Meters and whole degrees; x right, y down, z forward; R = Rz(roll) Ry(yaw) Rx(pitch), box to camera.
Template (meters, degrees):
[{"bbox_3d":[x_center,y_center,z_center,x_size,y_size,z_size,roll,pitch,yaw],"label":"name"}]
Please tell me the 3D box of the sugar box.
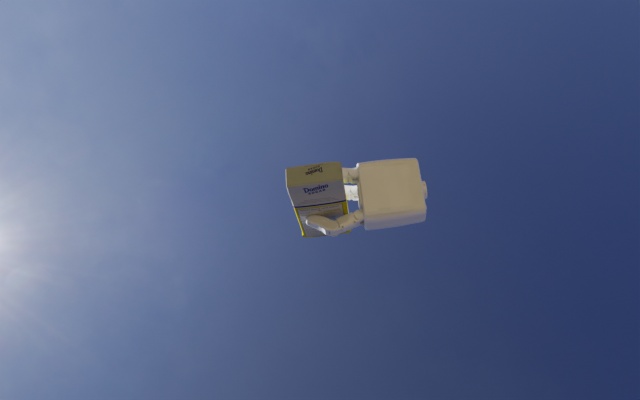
[{"bbox_3d":[0.000,0.002,0.832,0.093,0.048,0.176,-7,-35,3],"label":"sugar box"}]
